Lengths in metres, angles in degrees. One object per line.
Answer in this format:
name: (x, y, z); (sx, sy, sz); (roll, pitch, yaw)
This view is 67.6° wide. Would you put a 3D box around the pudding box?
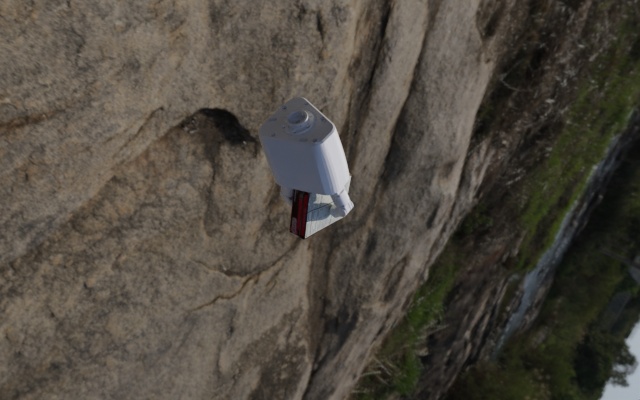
pudding box: (0.000, 0.003, 0.793); (0.039, 0.090, 0.113); (30, 36, 32)
